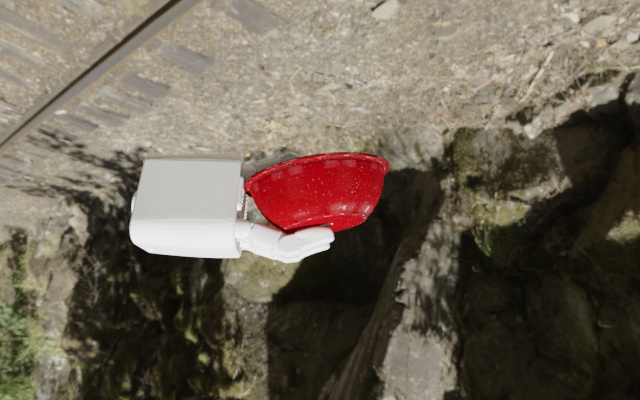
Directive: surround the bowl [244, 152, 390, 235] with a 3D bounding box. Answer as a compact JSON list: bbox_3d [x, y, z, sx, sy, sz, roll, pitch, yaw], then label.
[{"bbox_3d":[0.001,0.002,0.519,0.162,0.055,0.162,-9,-14,-2],"label":"bowl"}]
